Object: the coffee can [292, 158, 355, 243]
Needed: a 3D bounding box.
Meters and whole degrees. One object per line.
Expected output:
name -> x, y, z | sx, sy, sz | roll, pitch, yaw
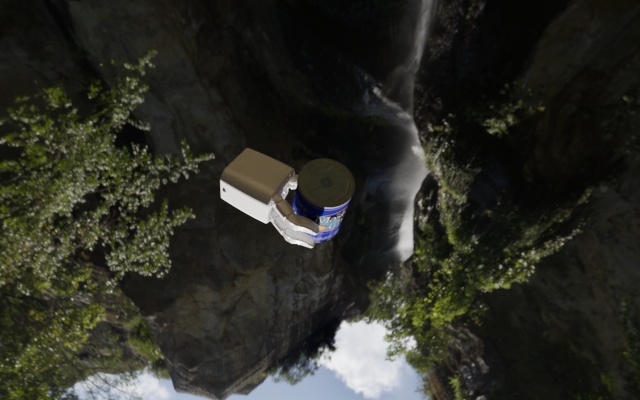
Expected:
coffee can -> 0.000, 0.003, 0.894 | 0.103, 0.102, 0.140 | 0, -31, -10
